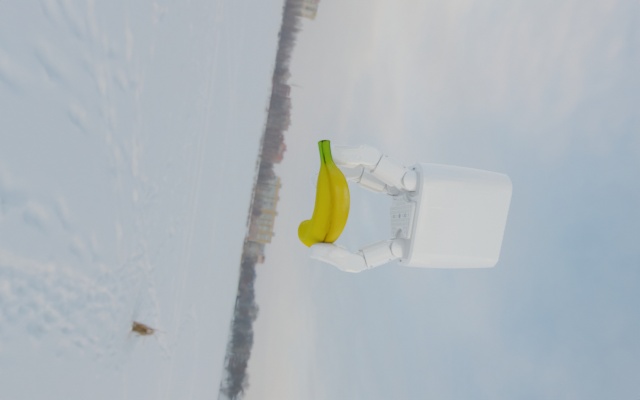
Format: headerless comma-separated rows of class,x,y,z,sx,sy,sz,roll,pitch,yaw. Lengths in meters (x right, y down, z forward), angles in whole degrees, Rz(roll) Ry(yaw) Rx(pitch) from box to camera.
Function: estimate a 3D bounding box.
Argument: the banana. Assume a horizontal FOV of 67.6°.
banana,0.003,0.016,0.525,0.037,0.069,0.198,-1,-29,-12
